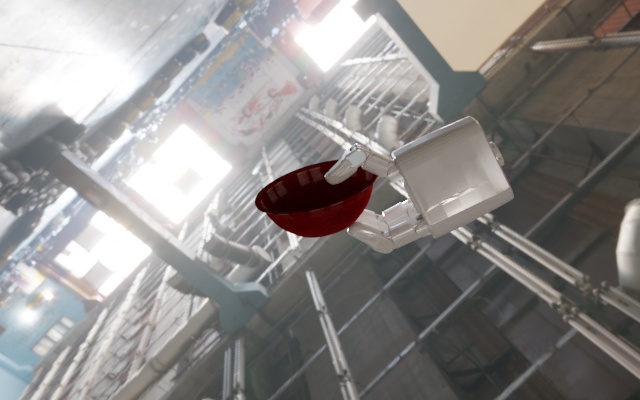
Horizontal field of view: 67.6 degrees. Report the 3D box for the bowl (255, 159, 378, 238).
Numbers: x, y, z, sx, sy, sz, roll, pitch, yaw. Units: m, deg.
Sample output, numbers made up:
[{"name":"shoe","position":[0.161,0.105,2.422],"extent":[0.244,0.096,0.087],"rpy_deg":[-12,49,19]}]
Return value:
[{"name":"bowl","position":[-0.001,0.003,0.615],"extent":[0.162,0.055,0.162],"rpy_deg":[-13,22,5]}]
